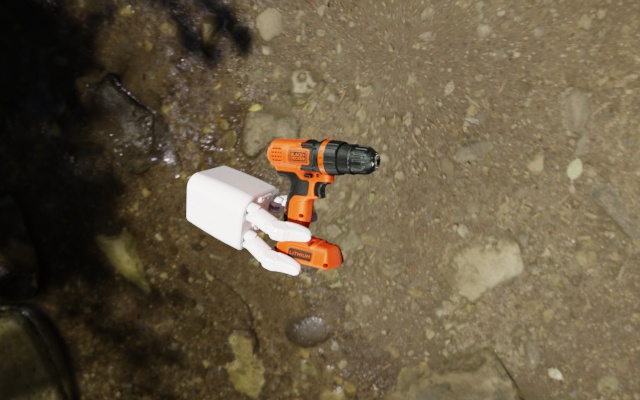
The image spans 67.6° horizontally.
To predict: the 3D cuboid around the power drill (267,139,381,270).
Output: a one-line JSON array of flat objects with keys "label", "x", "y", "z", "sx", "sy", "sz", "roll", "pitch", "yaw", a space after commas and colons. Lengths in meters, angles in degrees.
[{"label": "power drill", "x": 0.000, "y": 0.003, "z": 0.709, "sx": 0.184, "sy": 0.188, "sz": 0.057, "roll": 9, "pitch": 10, "yaw": 34}]
